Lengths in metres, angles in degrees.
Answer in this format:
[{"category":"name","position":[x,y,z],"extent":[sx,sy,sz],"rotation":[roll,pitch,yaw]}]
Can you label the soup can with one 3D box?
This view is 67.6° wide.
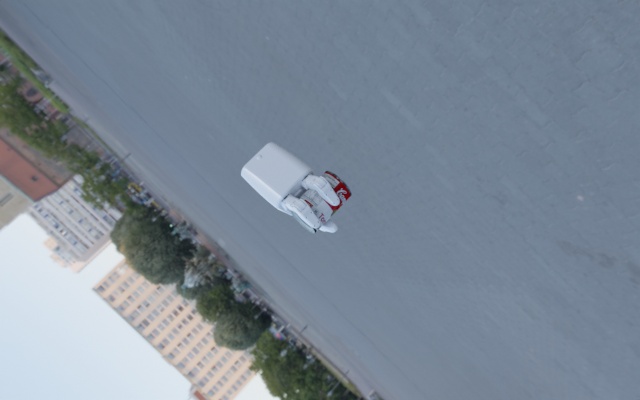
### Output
[{"category":"soup can","position":[0.000,0.003,0.895],"extent":[0.102,0.068,0.068],"rotation":[-46,14,-14]}]
